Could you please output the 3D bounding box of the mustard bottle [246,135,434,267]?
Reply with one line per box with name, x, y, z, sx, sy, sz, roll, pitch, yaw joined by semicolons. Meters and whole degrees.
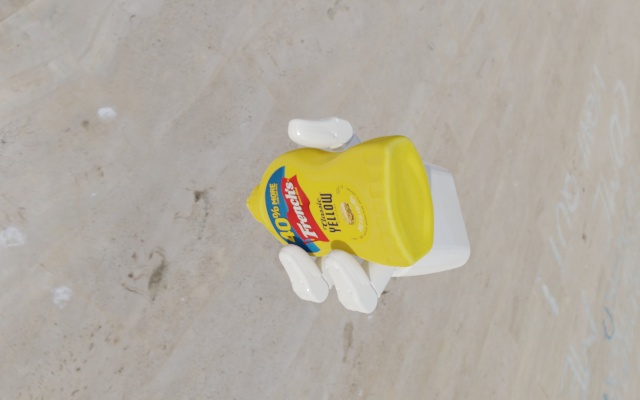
mustard bottle;0.000;0.001;0.410;0.191;0.096;0.058;0;21;46
